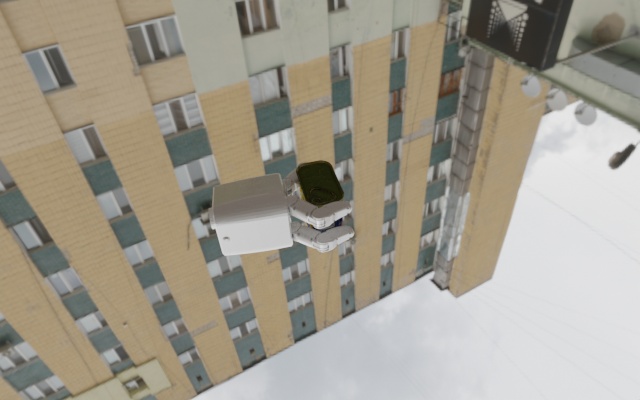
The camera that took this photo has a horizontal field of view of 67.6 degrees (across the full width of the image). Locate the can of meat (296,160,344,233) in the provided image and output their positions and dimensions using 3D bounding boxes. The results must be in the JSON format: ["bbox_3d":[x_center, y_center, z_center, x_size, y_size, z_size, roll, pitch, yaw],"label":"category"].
[{"bbox_3d":[0.000,0.003,0.741,0.057,0.084,0.102,-12,43,-9],"label":"can of meat"}]
